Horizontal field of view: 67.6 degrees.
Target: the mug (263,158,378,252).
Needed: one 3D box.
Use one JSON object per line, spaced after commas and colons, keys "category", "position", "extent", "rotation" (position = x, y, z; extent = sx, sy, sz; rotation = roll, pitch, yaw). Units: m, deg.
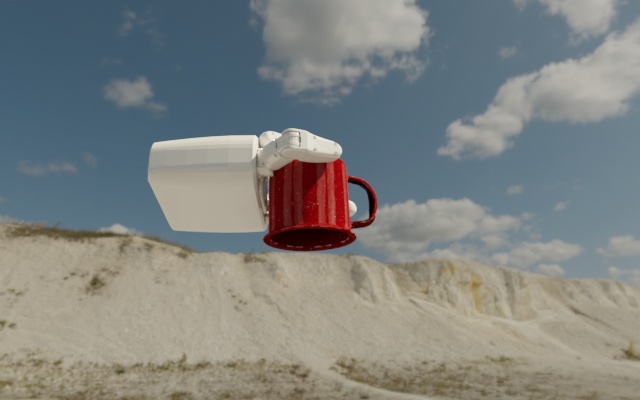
{"category": "mug", "position": [0.002, 0.001, 0.489], "extent": [0.117, 0.081, 0.093], "rotation": [-2, -19, -1]}
